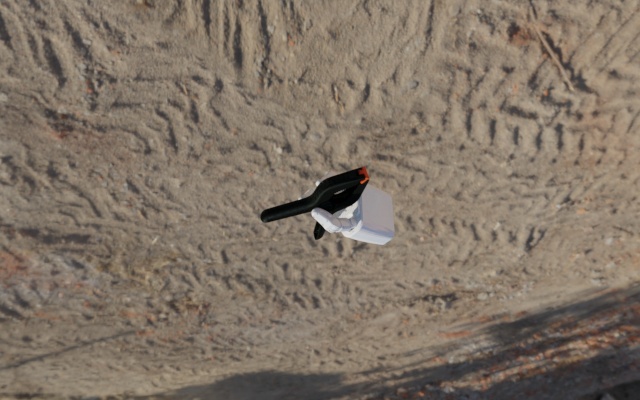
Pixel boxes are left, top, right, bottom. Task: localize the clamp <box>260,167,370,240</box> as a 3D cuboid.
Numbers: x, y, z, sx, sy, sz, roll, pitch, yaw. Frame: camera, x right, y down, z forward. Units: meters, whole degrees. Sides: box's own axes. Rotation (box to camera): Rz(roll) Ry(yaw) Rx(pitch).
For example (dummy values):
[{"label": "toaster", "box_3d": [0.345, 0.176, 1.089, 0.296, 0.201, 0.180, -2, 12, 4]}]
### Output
[{"label": "clamp", "box_3d": [0.001, 0.003, 0.894, 0.164, 0.036, 0.210, 15, -45, -41]}]
